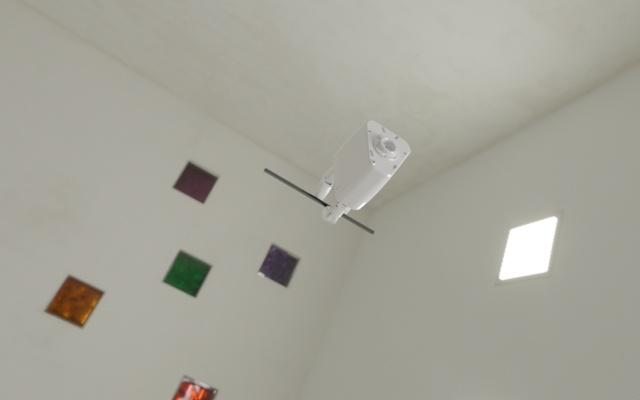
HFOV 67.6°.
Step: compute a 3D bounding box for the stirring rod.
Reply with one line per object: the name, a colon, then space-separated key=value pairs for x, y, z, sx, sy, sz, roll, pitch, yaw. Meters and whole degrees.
stirring rod: x=0.000 y=0.003 z=0.892 sx=0.239 sy=0.011 sz=0.011 roll=30 pitch=-7 yaw=-12
